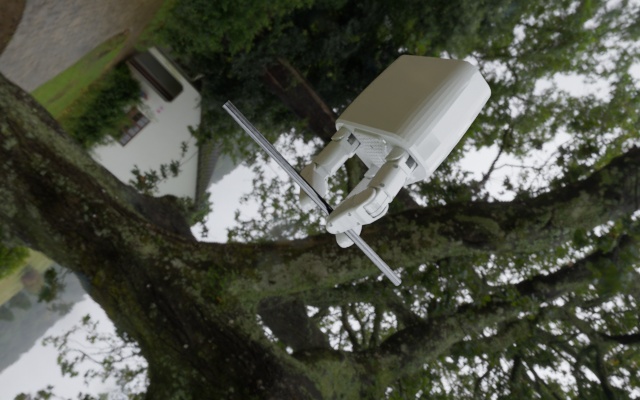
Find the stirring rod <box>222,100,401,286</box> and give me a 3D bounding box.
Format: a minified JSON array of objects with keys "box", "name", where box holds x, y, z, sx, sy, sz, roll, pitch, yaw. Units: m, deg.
[{"box":[0.000,0.001,0.433,0.239,0.011,0.011,46,-21,-22],"name":"stirring rod"}]
